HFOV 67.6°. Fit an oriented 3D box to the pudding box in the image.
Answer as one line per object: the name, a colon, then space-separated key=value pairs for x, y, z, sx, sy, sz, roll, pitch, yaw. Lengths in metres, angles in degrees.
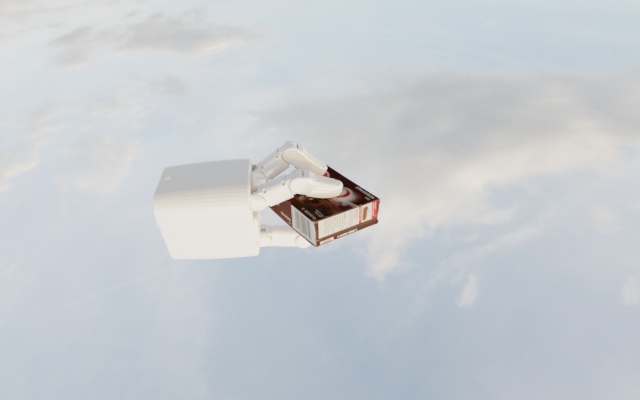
pudding box: x=0.000 y=0.002 z=0.560 sx=0.090 sy=0.039 sz=0.113 roll=-20 pitch=37 yaw=-28
